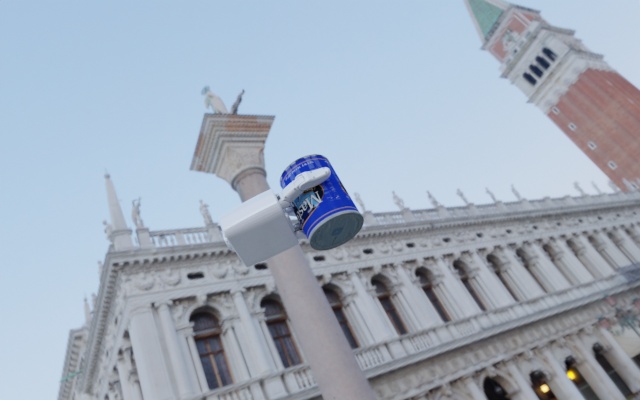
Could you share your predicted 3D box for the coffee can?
[{"bbox_3d":[0.000,0.003,0.848,0.103,0.140,0.103,-20,-33,-14],"label":"coffee can"}]
